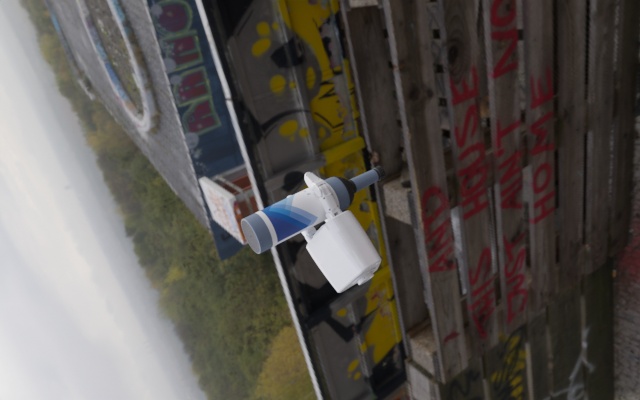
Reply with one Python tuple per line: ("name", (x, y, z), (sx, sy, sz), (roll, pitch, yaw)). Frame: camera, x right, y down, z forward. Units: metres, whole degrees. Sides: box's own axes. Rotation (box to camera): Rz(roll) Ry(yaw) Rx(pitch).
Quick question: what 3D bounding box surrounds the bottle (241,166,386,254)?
("bottle", (0.000, 0.003, 0.878), (0.295, 0.069, 0.069), (-26, 12, -25))
